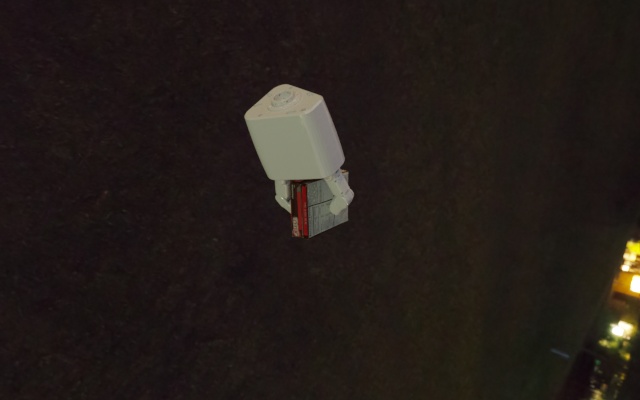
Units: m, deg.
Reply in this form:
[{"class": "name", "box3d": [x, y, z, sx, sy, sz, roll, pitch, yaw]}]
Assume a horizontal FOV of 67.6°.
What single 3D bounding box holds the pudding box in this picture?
[{"class": "pudding box", "box3d": [0.000, 0.002, 0.751, 0.039, 0.090, 0.113, 12, 20, 37]}]
